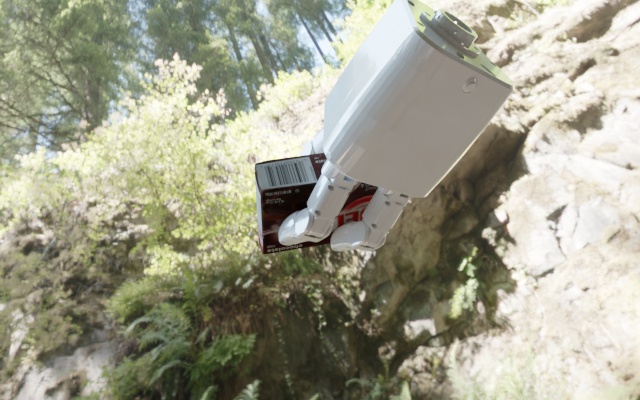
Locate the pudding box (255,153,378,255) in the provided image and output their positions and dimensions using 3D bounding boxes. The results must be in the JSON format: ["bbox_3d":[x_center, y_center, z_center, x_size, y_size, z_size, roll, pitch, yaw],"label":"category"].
[{"bbox_3d":[0.000,0.001,0.422,0.113,0.039,0.090,-7,-40,-10],"label":"pudding box"}]
